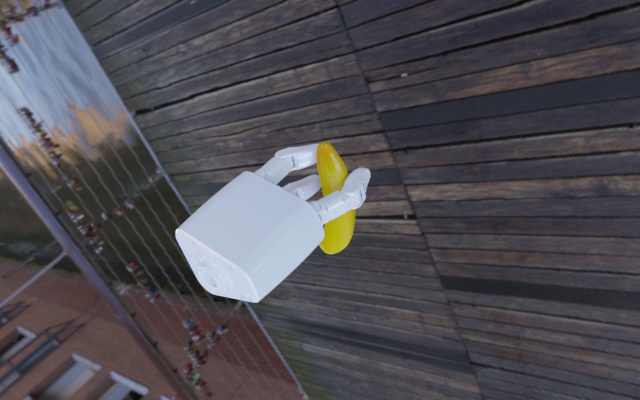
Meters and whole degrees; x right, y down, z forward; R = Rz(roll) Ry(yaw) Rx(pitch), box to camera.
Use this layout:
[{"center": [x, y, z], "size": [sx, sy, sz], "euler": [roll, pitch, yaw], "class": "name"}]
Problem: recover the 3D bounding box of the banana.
[{"center": [0.014, 0.014, 0.598], "size": [0.069, 0.198, 0.037], "euler": [35, 57, 20], "class": "banana"}]
